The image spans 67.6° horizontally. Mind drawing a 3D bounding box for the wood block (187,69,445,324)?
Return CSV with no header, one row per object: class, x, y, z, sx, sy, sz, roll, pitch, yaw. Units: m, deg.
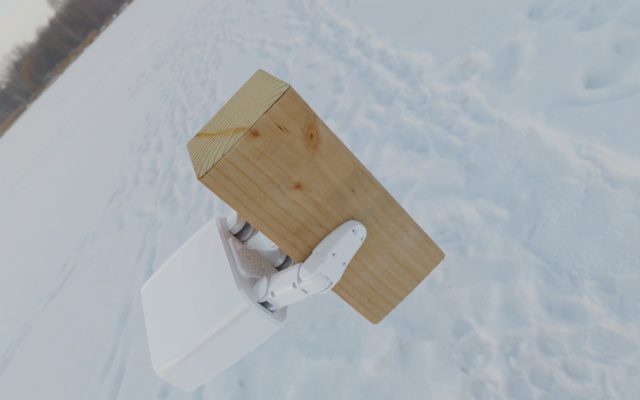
wood block,0.000,0.002,0.401,0.206,0.090,0.090,43,3,-30
